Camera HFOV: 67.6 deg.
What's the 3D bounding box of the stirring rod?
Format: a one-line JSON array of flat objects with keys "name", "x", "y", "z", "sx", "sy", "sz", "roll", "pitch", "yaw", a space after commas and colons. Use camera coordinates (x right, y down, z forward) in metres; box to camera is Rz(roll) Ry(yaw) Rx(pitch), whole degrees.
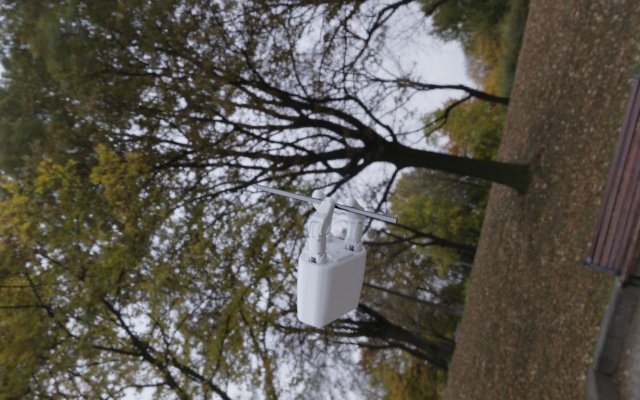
[{"name": "stirring rod", "x": 0.000, "y": 0.002, "z": 0.715, "sx": 0.239, "sy": 0.011, "sz": 0.011, "roll": 14, "pitch": 6, "yaw": 24}]
